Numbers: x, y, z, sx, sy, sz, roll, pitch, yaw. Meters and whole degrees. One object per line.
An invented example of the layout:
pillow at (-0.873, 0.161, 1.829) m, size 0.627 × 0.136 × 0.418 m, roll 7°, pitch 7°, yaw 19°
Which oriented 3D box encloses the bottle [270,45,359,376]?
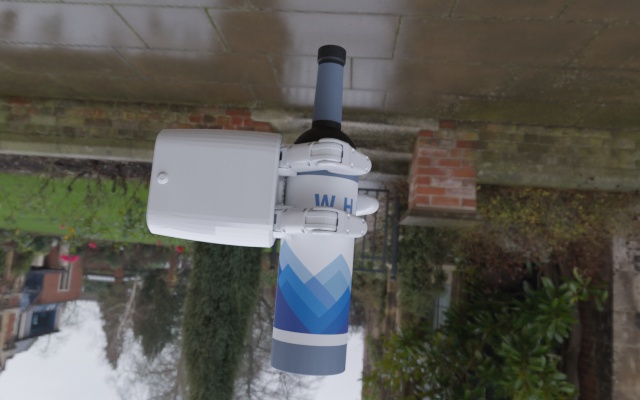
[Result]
bottle at (0.000, 0.002, 0.439) m, size 0.069 × 0.295 × 0.069 m, roll 4°, pitch -7°, yaw 1°
